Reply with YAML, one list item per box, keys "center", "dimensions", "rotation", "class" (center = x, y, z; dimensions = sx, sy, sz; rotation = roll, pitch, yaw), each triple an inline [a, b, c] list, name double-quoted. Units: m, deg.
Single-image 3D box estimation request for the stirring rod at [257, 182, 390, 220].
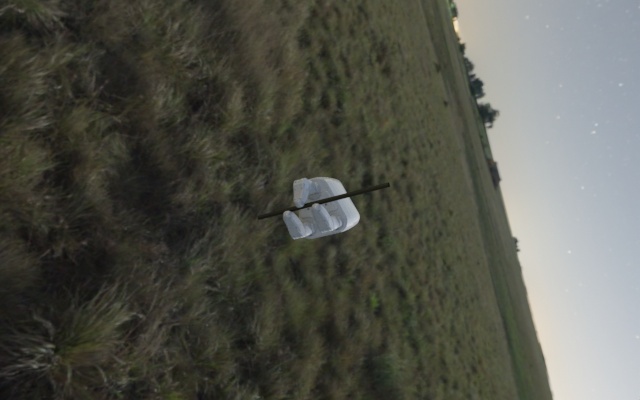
- center: [0.000, 0.003, 0.804]
  dimensions: [0.239, 0.011, 0.011]
  rotation: [-14, -5, 20]
  class: "stirring rod"
